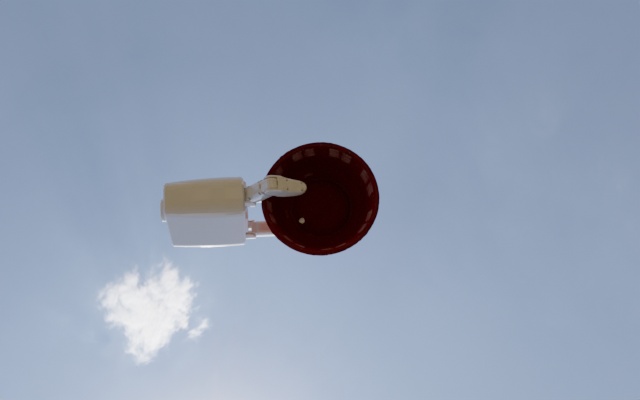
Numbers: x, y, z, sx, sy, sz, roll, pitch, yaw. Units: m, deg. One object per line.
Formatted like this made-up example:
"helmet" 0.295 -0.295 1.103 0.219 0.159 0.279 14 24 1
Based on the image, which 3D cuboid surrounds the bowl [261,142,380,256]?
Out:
"bowl" 0.001 0.003 0.672 0.162 0.162 0.055 0 -17 2
